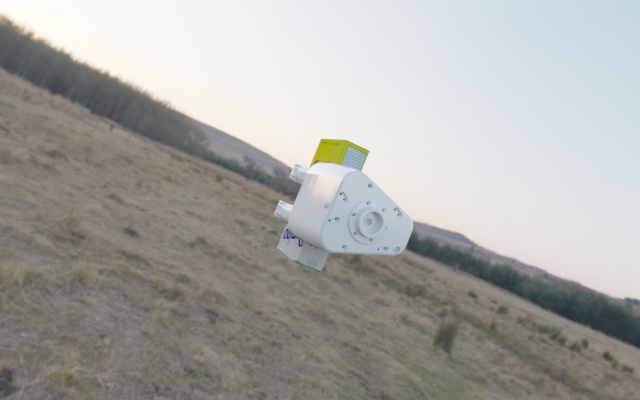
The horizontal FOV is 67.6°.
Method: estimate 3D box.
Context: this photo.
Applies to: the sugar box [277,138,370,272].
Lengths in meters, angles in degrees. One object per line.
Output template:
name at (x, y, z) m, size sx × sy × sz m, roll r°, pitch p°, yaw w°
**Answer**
sugar box at (0.000, 0.002, 0.668) m, size 0.048 × 0.176 × 0.093 m, roll 25°, pitch -3°, yaw -23°
